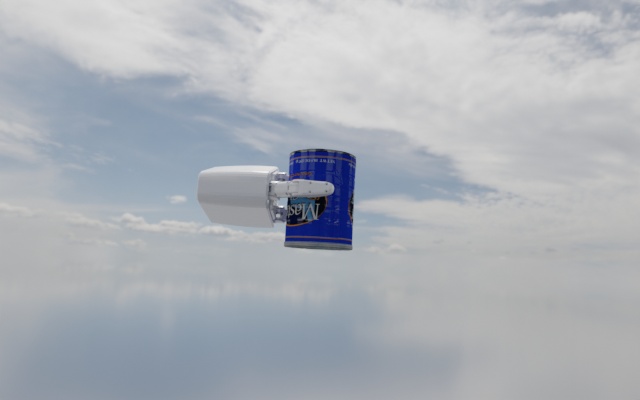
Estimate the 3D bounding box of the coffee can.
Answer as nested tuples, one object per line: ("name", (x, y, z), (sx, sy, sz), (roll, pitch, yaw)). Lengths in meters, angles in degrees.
("coffee can", (0.000, 0.003, 0.719), (0.103, 0.140, 0.103), (3, -8, 0))
